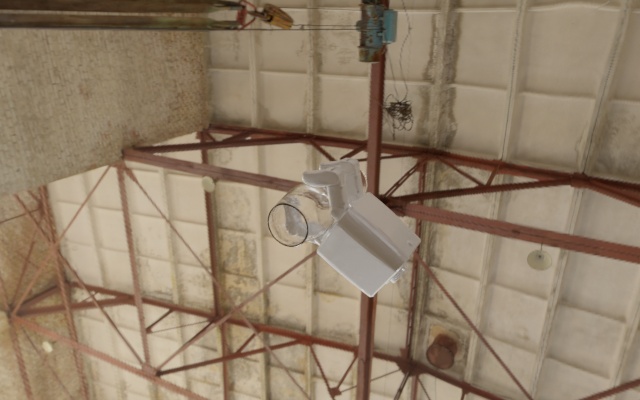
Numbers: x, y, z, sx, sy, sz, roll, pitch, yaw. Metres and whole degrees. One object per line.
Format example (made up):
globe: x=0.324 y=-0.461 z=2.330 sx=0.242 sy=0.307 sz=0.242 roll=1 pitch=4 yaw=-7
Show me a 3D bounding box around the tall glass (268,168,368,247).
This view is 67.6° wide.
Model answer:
tall glass: x=0.000 y=0.002 z=0.710 sx=0.079 sy=0.079 sz=0.201 roll=0 pitch=18 yaw=28
